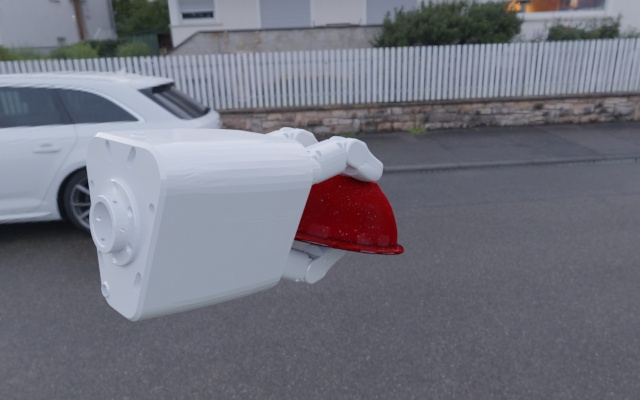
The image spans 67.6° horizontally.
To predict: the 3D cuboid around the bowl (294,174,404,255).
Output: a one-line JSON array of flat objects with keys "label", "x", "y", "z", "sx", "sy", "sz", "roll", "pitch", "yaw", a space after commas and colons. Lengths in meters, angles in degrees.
[{"label": "bowl", "x": 0.001, "y": 0.001, "z": 0.424, "sx": 0.162, "sy": 0.055, "sz": 0.162, "roll": 12, "pitch": 3, "yaw": -1}]
